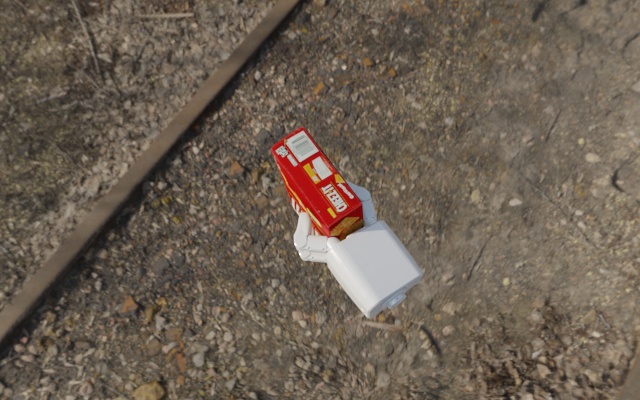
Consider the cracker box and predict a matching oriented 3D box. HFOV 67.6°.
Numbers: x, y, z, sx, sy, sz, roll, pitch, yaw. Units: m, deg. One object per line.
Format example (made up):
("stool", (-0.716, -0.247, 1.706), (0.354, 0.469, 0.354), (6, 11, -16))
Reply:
("cracker box", (0.000, 0.002, 0.799), (0.072, 0.164, 0.214), (-33, -22, -9))
